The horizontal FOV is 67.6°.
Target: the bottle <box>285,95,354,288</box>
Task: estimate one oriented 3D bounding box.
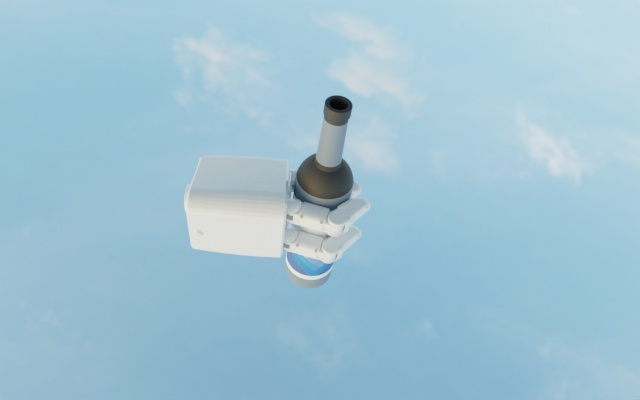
[{"bbox_3d":[0.000,0.002,0.568,0.069,0.069,0.296,0,-40,-9],"label":"bottle"}]
